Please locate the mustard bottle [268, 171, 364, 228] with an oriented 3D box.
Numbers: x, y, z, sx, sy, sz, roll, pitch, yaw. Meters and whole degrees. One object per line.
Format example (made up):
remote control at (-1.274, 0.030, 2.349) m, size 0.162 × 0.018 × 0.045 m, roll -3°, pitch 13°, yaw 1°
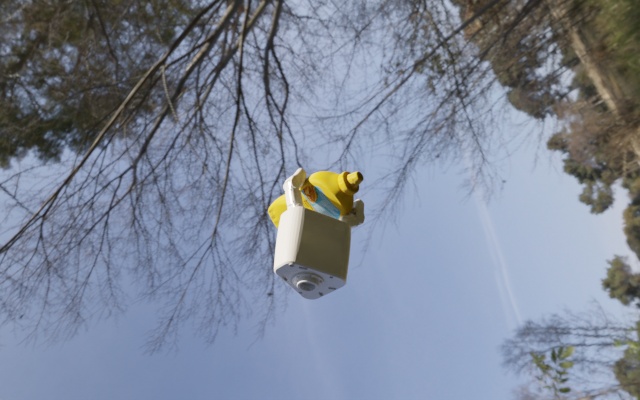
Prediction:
mustard bottle at (0.000, 0.003, 0.836) m, size 0.192 × 0.096 × 0.058 m, roll -33°, pitch 12°, yaw 36°
